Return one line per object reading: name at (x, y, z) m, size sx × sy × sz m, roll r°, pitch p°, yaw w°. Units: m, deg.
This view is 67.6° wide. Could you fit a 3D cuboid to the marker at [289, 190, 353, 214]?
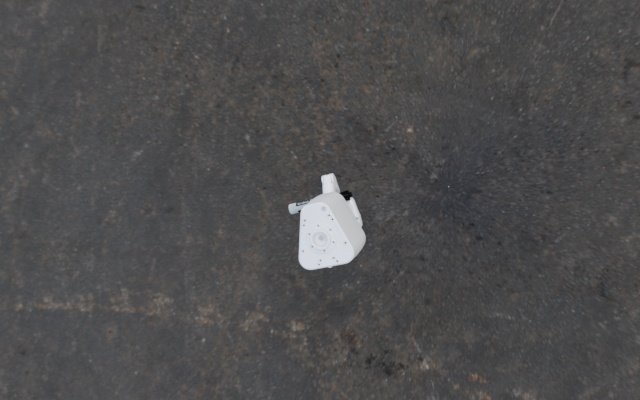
marker at (0.000, 0.003, 0.878) m, size 0.121 × 0.020 × 0.020 m, roll -14°, pitch -4°, yaw 15°
